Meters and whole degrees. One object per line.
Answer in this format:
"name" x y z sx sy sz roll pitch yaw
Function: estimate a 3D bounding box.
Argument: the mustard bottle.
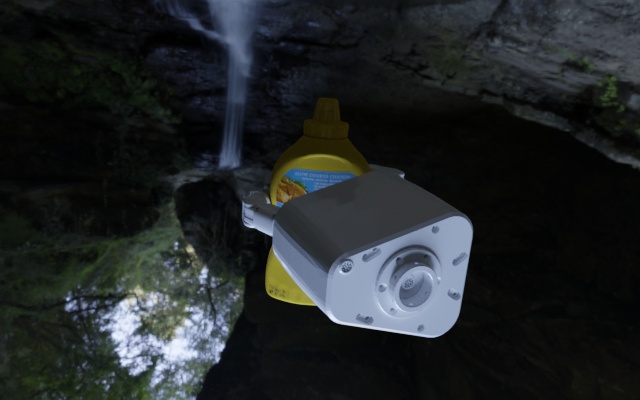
"mustard bottle" 0.000 0.002 0.450 0.096 0.192 0.058 4 16 1
